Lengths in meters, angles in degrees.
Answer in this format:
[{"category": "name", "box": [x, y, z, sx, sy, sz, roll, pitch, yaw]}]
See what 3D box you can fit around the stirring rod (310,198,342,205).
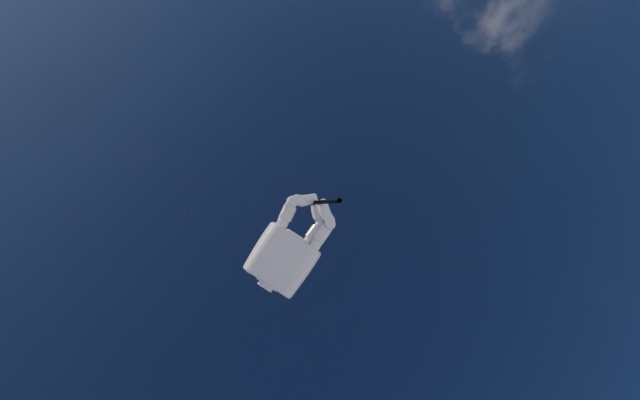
[{"category": "stirring rod", "box": [0.000, 0.003, 0.899, 0.011, 0.011, 0.239, 0, -1, -15]}]
